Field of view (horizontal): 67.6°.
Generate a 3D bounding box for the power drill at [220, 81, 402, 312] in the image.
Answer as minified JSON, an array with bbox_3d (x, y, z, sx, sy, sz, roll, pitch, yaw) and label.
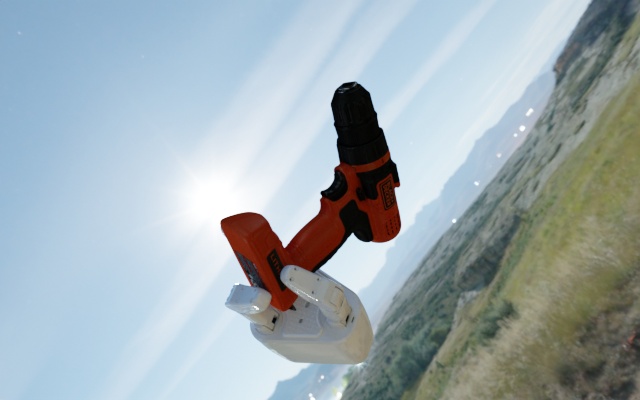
[{"bbox_3d":[0.000,0.002,0.463,0.187,0.184,0.057,-35,34,-25],"label":"power drill"}]
